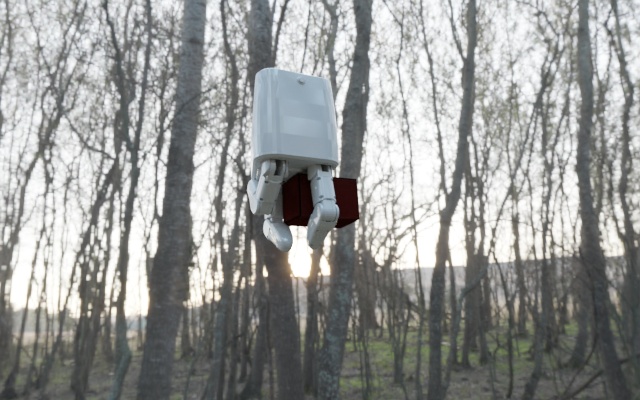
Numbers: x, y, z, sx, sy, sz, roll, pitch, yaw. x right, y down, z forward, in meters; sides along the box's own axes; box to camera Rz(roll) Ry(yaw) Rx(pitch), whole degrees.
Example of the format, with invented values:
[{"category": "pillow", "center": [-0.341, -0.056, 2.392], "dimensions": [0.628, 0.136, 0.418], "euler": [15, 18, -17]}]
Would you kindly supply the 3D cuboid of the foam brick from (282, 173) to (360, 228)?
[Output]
[{"category": "foam brick", "center": [0.000, 0.002, 0.565], "dimensions": [0.078, 0.051, 0.053], "euler": [4, -17, -26]}]
